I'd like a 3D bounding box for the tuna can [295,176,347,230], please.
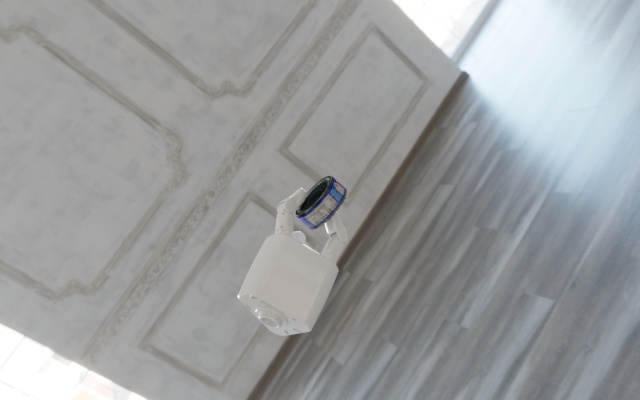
[{"bbox_3d":[0.000,0.002,0.748,0.034,0.086,0.086,42,-14,-16],"label":"tuna can"}]
